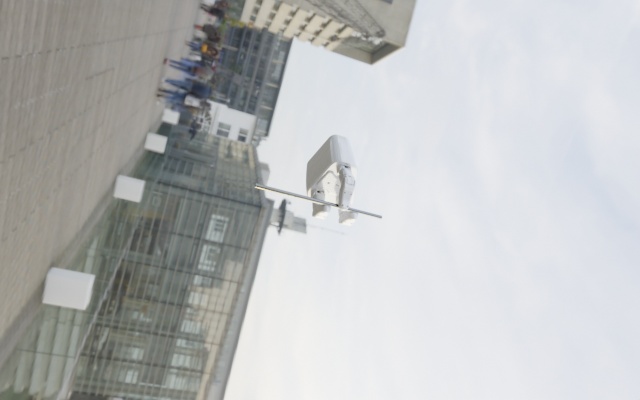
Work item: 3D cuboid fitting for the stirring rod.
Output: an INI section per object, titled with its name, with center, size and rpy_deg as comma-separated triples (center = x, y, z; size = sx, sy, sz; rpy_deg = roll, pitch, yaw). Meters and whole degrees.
[stirring rod]
center = 0.000, 0.003, 0.853
size = 0.239, 0.011, 0.011
rpy_deg = 14, -4, -15
